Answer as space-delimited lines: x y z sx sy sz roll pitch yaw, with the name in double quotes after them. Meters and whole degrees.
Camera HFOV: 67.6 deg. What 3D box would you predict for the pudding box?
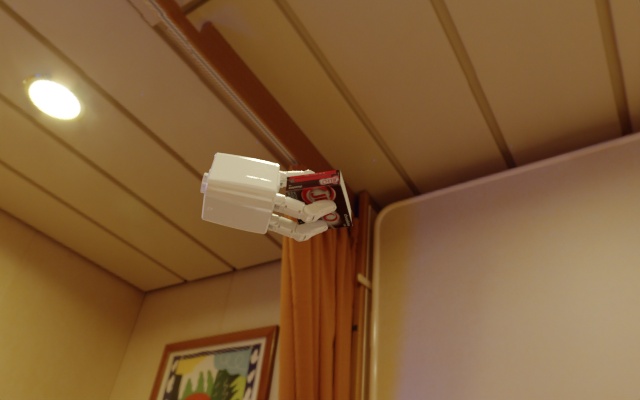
0.000 0.002 0.789 0.090 0.039 0.114 -7 -39 12 "pudding box"
